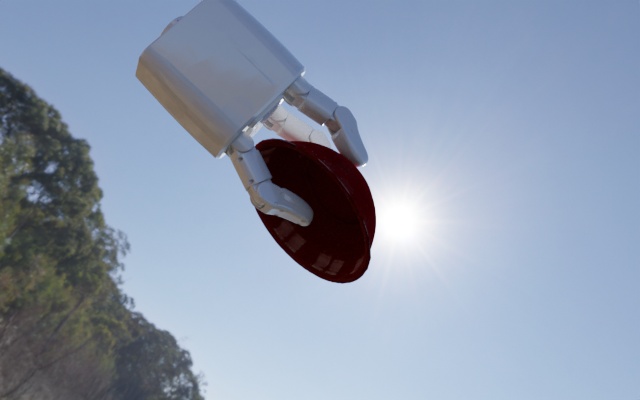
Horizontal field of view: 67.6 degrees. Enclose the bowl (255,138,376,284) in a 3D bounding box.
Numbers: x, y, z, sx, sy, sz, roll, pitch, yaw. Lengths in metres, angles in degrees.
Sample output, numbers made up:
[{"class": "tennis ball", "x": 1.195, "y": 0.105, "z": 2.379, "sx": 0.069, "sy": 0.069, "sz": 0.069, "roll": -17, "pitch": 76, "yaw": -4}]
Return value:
[{"class": "bowl", "x": 0.001, "y": 0.002, "z": 0.472, "sx": 0.055, "sy": 0.162, "sz": 0.162, "roll": -37, "pitch": 22, "yaw": -33}]
